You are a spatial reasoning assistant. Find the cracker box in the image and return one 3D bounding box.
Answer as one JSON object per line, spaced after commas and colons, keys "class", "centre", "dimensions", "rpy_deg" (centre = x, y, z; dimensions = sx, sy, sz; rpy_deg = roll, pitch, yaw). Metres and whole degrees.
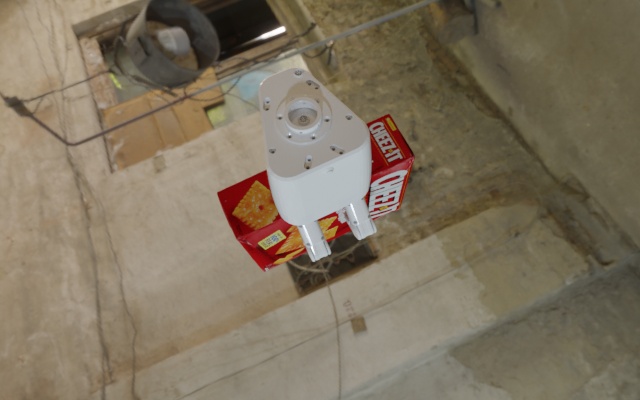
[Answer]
{"class": "cracker box", "centre": [0.000, 0.002, 0.588], "dimensions": [0.213, 0.072, 0.164], "rpy_deg": [-24, -20, -6]}
